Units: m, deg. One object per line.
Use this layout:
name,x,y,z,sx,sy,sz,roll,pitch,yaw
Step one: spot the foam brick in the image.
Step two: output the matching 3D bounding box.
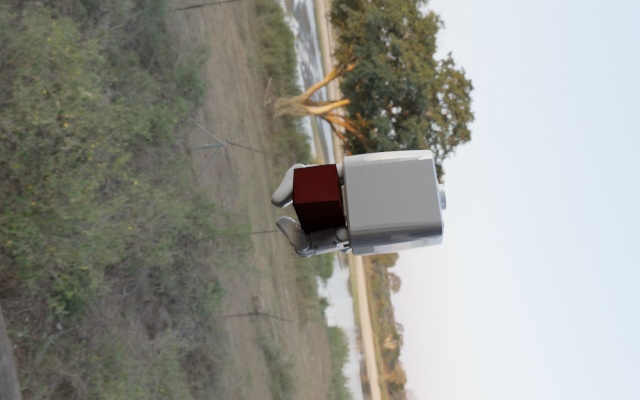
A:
foam brick,0.000,0.002,0.557,0.051,0.053,0.078,-6,-34,7
